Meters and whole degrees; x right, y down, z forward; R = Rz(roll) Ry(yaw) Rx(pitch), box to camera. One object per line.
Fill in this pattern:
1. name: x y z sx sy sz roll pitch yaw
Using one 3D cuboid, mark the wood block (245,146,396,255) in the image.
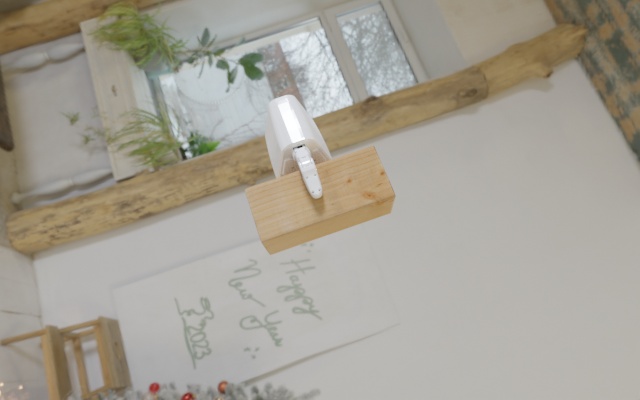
1. wood block: 0.000 0.002 0.740 0.206 0.090 0.091 -19 -19 -3
